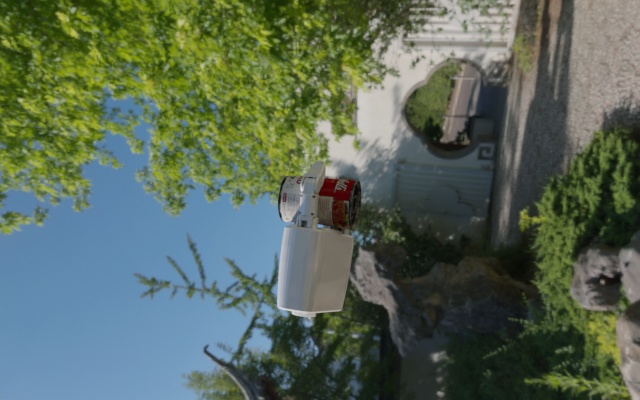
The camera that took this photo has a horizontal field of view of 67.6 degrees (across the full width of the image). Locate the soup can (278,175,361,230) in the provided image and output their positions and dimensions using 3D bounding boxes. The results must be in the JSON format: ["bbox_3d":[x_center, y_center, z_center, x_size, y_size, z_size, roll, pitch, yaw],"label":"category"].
[{"bbox_3d":[0.000,0.002,0.659,0.102,0.068,0.068,6,1,15],"label":"soup can"}]
